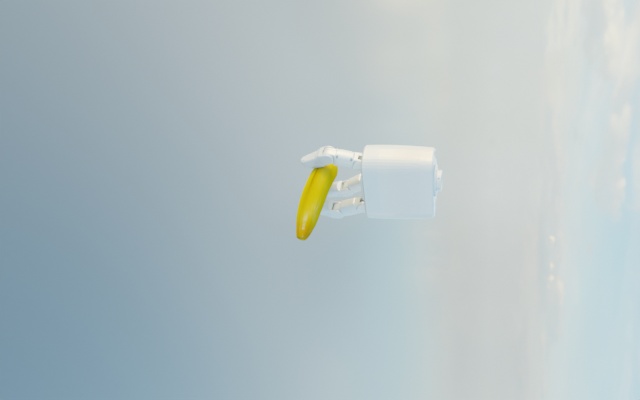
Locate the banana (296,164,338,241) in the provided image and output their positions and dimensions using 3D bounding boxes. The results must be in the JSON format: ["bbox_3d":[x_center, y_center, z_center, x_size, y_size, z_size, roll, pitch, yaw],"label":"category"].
[{"bbox_3d":[-0.001,-0.016,0.751,0.037,0.070,0.197,3,29,15],"label":"banana"}]
